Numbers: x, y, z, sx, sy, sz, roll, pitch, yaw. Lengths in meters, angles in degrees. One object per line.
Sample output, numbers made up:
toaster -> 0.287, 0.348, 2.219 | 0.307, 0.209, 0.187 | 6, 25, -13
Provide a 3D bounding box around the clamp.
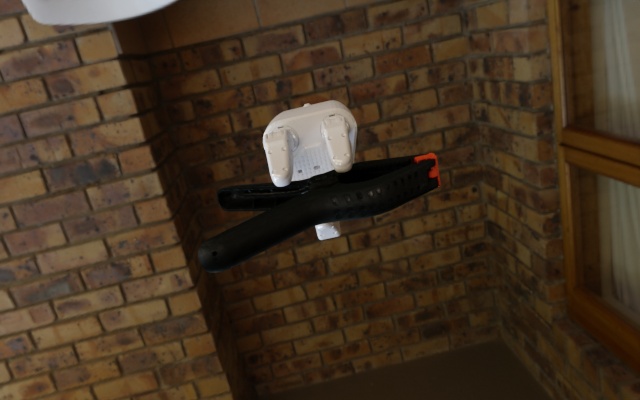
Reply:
clamp -> 0.001, 0.002, 0.401 | 0.210, 0.036, 0.164 | -12, 19, 3
